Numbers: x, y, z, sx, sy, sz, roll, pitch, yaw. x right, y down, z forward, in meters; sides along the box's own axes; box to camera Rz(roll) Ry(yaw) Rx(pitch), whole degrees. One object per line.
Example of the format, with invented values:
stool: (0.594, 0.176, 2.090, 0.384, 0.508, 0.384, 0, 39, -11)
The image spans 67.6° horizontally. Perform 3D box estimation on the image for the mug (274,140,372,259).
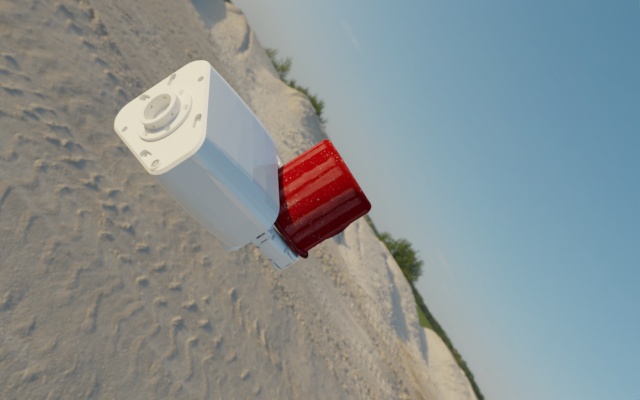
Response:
mug: (0.001, 0.002, 0.468, 0.081, 0.093, 0.117, -32, -40, 5)
